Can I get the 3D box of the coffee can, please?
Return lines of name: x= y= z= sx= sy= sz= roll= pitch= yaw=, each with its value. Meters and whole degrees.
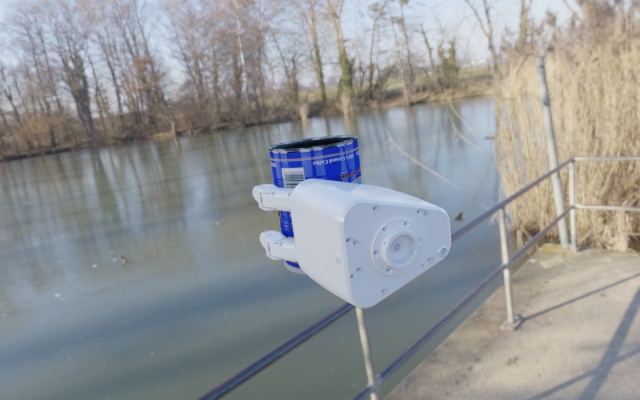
coffee can: x=0.000 y=0.002 z=0.550 sx=0.103 sy=0.140 sz=0.102 roll=-7 pitch=13 yaw=2
